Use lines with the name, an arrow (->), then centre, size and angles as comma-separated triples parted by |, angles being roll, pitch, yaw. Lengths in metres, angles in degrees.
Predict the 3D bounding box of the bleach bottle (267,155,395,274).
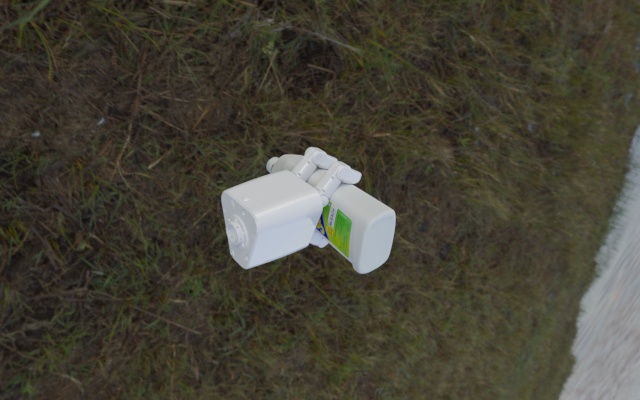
bleach bottle -> 0.000, 0.002, 0.733 | 0.068, 0.103, 0.250 | -21, 40, -35
